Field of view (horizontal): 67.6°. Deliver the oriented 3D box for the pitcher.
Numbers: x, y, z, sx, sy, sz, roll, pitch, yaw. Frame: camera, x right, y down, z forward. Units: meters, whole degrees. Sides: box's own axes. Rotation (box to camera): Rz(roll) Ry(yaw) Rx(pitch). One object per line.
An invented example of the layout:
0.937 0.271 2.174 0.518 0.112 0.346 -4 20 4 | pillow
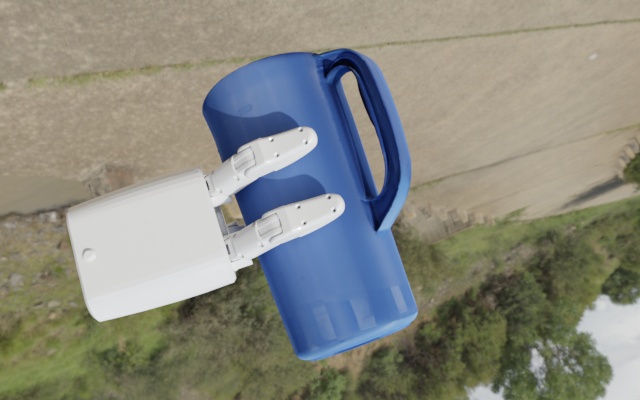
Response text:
0.000 0.001 0.414 0.145 0.242 0.149 -18 -13 -11 | pitcher
